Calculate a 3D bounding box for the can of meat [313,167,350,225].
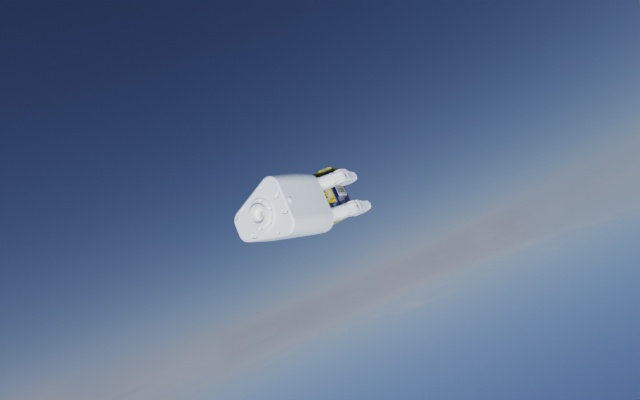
[{"bbox_3d":[0.000,0.003,0.827,0.102,0.084,0.057,-30,-14,26],"label":"can of meat"}]
